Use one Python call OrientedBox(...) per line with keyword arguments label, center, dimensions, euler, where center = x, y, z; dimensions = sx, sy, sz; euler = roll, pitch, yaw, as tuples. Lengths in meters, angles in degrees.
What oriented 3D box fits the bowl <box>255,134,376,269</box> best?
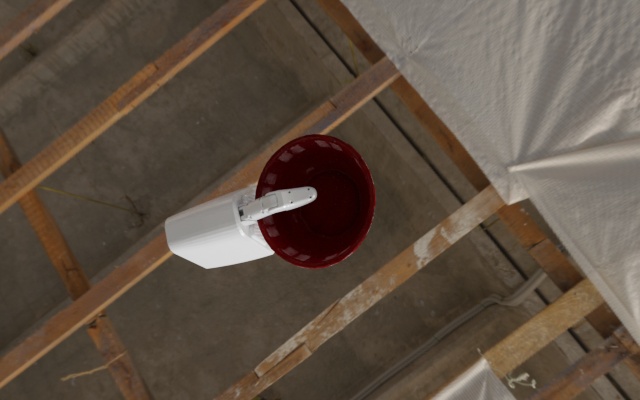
OrientedBox(label="bowl", center=(0.001, 0.002, 0.594), dimensions=(0.162, 0.162, 0.055), euler=(0, -4, 26))
